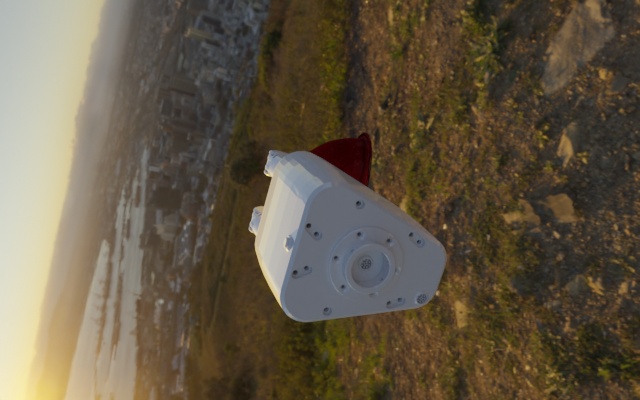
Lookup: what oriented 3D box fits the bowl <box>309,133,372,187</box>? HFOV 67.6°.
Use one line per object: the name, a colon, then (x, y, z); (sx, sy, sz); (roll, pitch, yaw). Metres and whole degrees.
bowl: (-0.001, 0.002, 0.493); (0.055, 0.162, 0.162); (15, -2, -8)
